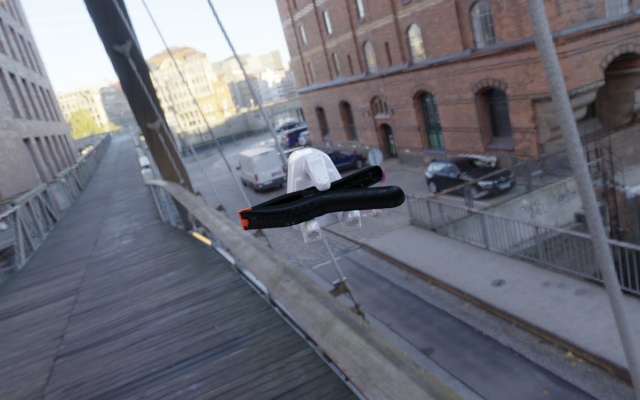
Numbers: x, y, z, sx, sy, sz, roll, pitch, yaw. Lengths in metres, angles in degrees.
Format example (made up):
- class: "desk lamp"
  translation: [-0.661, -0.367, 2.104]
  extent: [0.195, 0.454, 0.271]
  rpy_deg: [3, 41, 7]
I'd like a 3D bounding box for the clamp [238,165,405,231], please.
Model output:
- class: "clamp"
  translation: [-0.001, 0.001, 0.606]
  extent: [0.210, 0.036, 0.164]
  rpy_deg: [-16, 13, -5]
